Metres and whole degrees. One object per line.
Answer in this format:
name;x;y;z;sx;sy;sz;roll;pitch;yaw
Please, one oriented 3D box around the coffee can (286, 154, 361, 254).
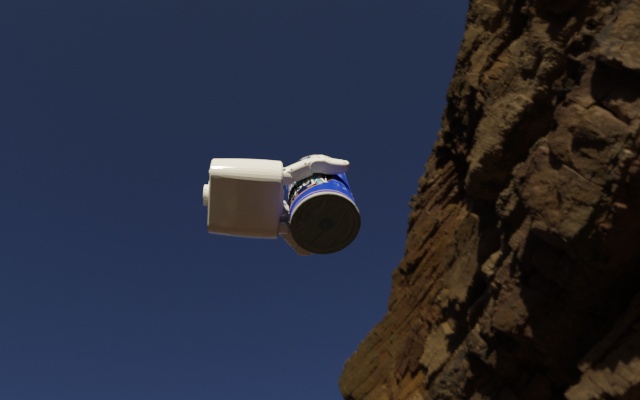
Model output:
coffee can;0.000;0.002;0.745;0.103;0.103;0.140;0;28;-7
